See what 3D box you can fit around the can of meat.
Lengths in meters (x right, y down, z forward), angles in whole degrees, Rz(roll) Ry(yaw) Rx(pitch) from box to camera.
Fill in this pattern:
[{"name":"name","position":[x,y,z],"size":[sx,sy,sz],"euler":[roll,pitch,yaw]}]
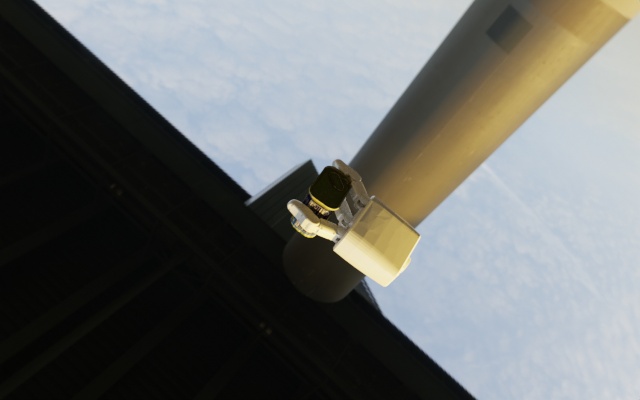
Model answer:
[{"name":"can of meat","position":[0.000,0.003,0.810],"size":[0.057,0.084,0.102],"euler":[35,40,-1]}]
